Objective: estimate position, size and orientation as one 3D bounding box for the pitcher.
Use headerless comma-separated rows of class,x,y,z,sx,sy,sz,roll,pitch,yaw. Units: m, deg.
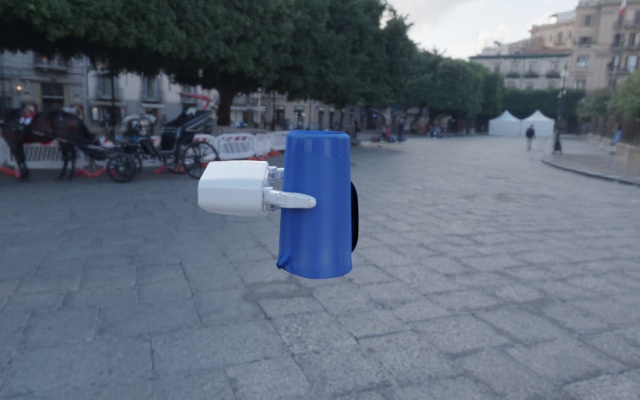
pitcher,0.000,0.003,0.827,0.145,0.243,0.149,2,10,1
